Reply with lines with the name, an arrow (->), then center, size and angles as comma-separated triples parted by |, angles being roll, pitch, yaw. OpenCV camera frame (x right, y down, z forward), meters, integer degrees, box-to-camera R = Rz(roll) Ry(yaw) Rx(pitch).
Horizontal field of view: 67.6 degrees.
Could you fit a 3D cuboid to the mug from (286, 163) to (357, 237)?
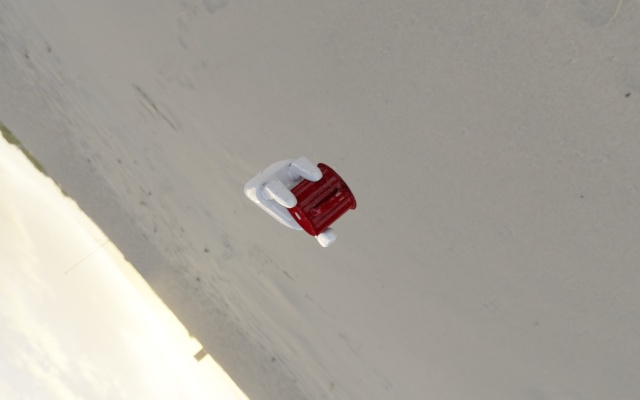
mug -> 0.001, 0.003, 0.734 | 0.081, 0.093, 0.117 | -39, 15, -14
